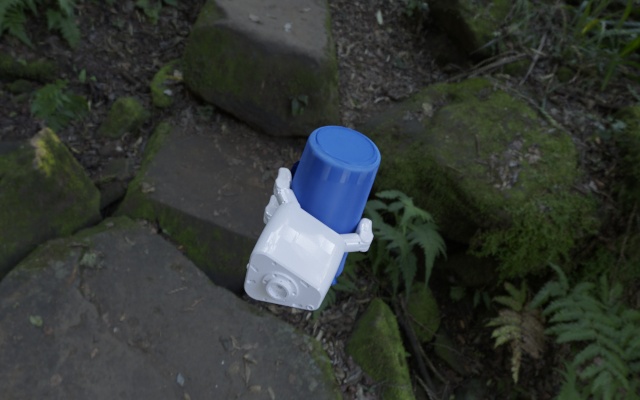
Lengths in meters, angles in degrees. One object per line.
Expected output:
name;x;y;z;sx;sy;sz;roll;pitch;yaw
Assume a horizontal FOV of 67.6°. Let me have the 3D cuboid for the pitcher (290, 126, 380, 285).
pitcher;0.000;0.003;0.754;0.149;0.243;0.145;23;39;4
